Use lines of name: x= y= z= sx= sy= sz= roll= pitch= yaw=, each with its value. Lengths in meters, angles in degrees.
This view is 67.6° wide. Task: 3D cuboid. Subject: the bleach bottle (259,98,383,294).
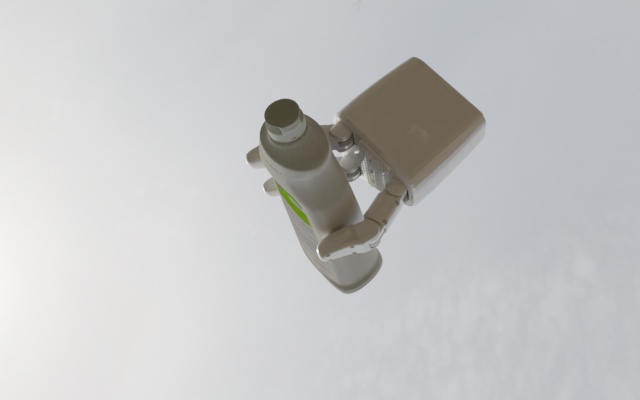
bleach bottle: x=0.000 y=0.002 z=0.462 sx=0.102 sy=0.068 sz=0.251 roll=42 pitch=-14 yaw=29
